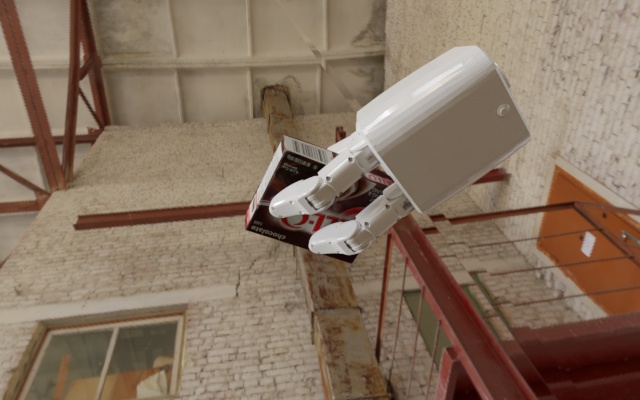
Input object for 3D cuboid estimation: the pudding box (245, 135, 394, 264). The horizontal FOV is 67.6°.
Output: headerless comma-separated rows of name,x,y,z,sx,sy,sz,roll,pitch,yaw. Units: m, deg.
pudding box,0.000,0.001,0.433,0.113,0.090,0.039,20,29,-17
